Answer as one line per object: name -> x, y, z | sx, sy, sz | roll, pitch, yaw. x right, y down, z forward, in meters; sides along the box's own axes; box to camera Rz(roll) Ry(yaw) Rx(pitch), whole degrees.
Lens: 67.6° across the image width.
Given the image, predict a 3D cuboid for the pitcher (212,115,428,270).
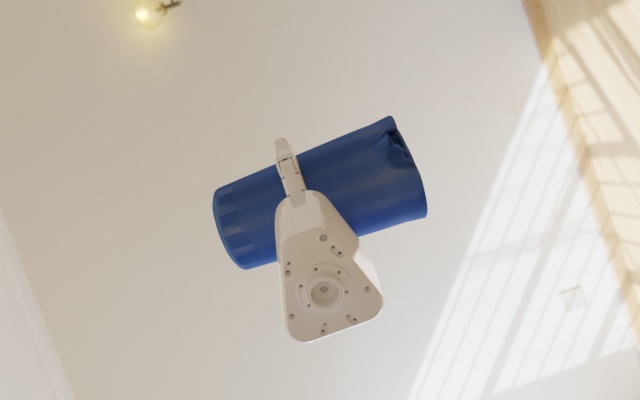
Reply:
pitcher -> 0.000, 0.002, 0.598 | 0.243, 0.149, 0.145 | -20, 20, 1
